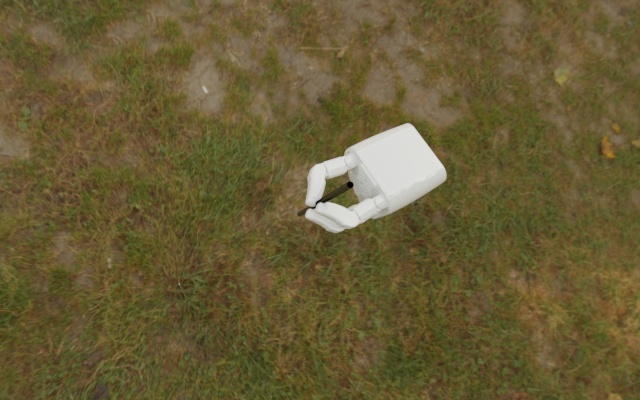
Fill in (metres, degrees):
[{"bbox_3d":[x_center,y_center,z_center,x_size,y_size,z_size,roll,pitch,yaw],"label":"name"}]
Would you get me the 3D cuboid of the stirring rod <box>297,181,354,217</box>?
[{"bbox_3d":[0.000,0.002,0.648,0.011,0.011,0.239,0,-9,-16],"label":"stirring rod"}]
